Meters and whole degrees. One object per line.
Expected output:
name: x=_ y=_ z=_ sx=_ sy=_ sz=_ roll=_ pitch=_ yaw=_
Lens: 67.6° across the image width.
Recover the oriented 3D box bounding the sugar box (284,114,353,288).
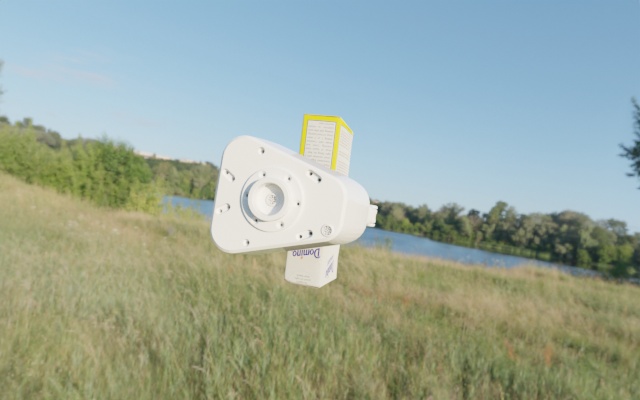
sugar box: x=0.000 y=0.002 z=0.528 sx=0.048 sy=0.176 sz=0.093 roll=9 pitch=-1 yaw=13
